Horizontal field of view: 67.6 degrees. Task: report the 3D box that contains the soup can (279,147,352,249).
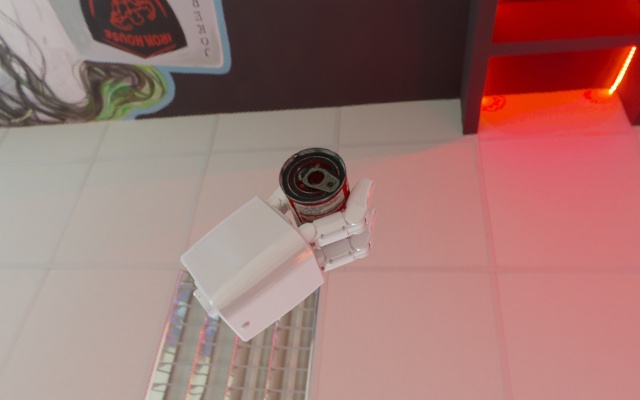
[{"bbox_3d":[0.000,0.001,0.512,0.068,0.068,0.102,0,-33,11],"label":"soup can"}]
